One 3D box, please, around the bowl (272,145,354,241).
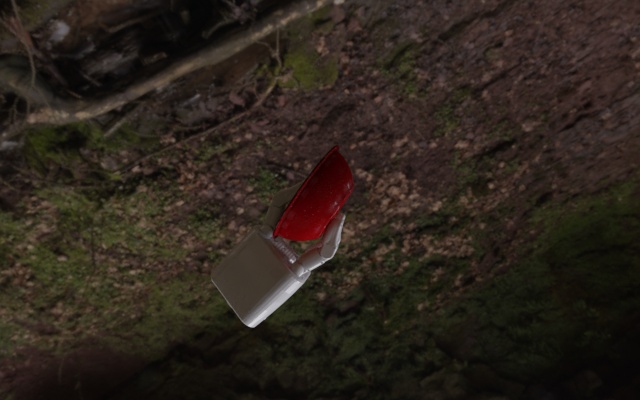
[{"bbox_3d":[0.001,0.001,0.678,0.055,0.162,0.162,35,3,4],"label":"bowl"}]
